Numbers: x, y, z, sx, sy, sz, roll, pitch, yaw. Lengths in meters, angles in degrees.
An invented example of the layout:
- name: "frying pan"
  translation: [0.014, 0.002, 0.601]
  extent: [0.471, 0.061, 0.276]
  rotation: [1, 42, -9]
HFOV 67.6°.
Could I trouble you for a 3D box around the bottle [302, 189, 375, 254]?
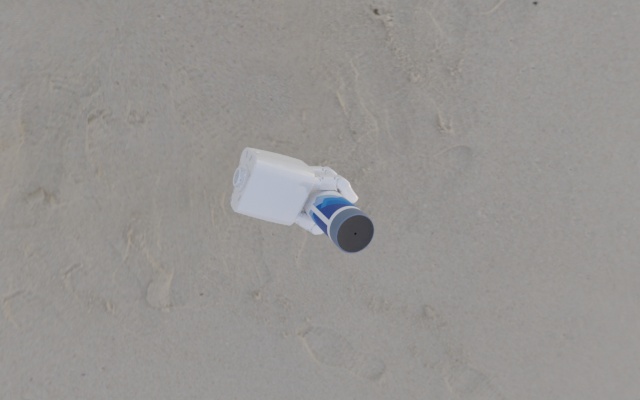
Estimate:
- name: "bottle"
  translation: [0.000, 0.003, 0.853]
  extent: [0.069, 0.069, 0.295]
  rotation: [0, 19, -23]
